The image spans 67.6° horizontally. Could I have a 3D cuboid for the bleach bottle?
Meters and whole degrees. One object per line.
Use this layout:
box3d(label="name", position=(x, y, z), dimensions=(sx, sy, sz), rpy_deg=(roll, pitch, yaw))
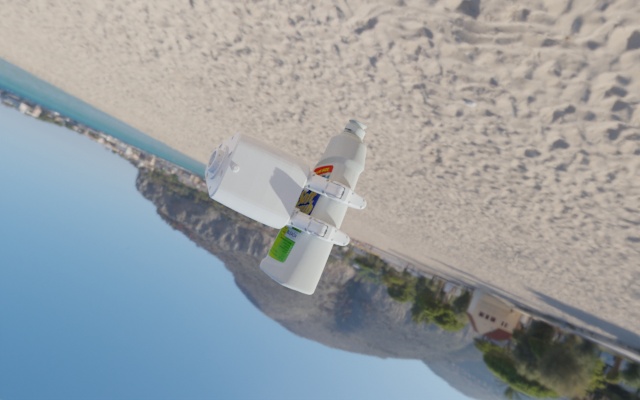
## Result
box3d(label="bleach bottle", position=(0.000, 0.002, 0.692), dimensions=(0.068, 0.251, 0.102), rpy_deg=(25, -3, -27))
